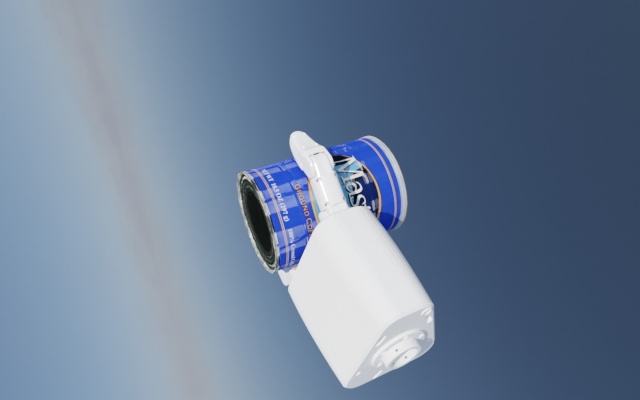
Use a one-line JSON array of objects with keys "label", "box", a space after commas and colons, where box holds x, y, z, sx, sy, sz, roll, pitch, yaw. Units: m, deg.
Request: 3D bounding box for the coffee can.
[{"label": "coffee can", "box": [0.000, 0.001, 0.480, 0.140, 0.103, 0.103, -18, 6, -20]}]
